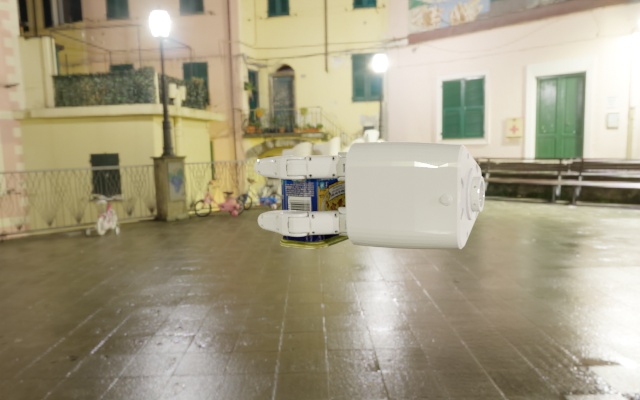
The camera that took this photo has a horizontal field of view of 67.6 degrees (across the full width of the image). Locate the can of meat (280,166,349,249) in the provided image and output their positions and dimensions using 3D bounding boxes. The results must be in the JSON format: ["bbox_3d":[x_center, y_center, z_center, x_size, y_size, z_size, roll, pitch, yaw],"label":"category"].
[{"bbox_3d":[0.000,0.001,0.524,0.057,0.084,0.102,3,8,32],"label":"can of meat"}]
